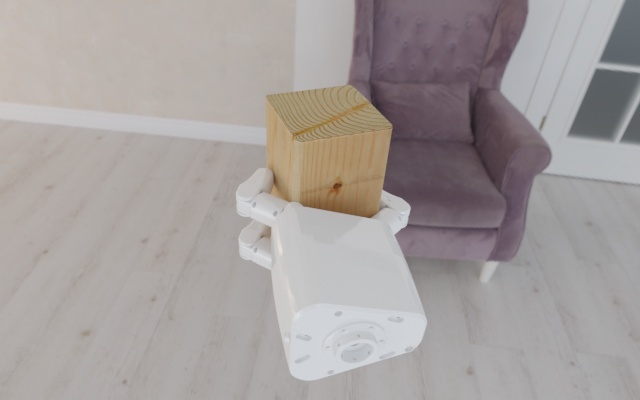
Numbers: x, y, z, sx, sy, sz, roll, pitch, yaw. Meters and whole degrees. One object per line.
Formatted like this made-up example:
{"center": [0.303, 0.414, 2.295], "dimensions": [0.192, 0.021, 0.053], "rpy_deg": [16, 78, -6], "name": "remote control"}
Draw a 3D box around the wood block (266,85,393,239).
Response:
{"center": [0.001, 0.002, 0.483], "dimensions": [0.091, 0.206, 0.090], "rpy_deg": [-12, 41, -20], "name": "wood block"}
